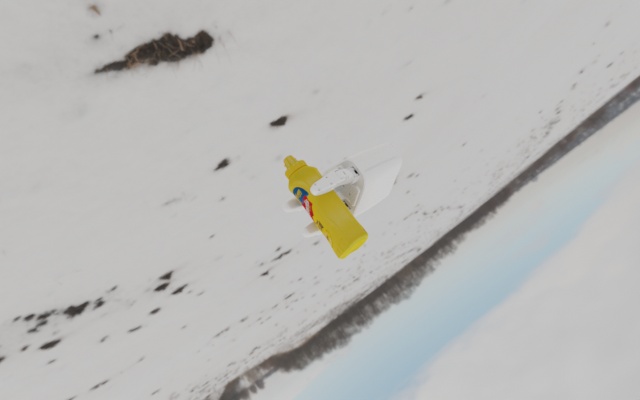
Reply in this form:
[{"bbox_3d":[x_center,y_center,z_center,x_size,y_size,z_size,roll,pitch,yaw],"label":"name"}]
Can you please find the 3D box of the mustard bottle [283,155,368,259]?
[{"bbox_3d":[0.000,0.003,0.787,0.058,0.191,0.096,-33,-13,-13],"label":"mustard bottle"}]
